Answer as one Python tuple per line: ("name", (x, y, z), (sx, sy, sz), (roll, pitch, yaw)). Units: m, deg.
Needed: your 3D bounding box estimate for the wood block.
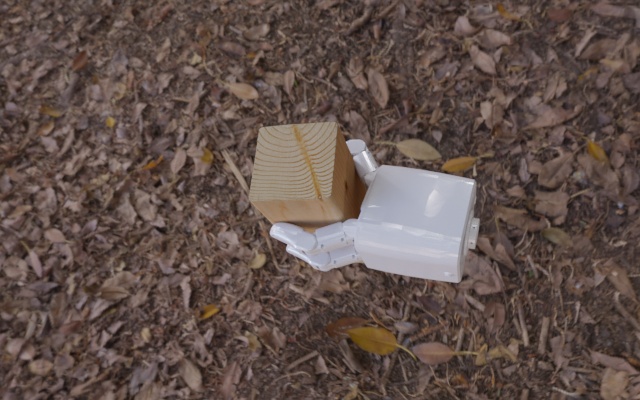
("wood block", (0.000, 0.002, 0.576), (0.090, 0.090, 0.206), (-2, -25, 16))
